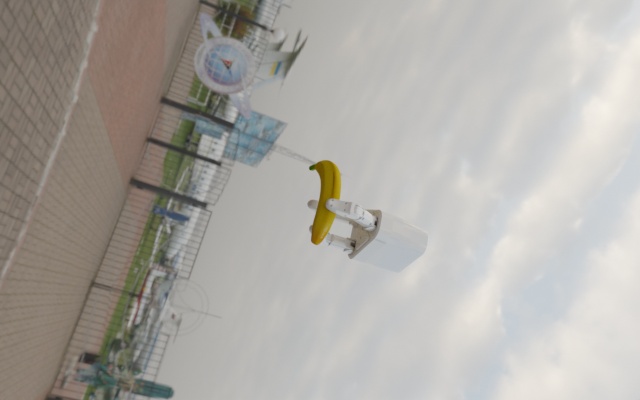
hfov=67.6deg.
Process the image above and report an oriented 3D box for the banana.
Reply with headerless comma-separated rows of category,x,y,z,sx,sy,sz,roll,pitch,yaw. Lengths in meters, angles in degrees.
banana,0.010,-0.011,0.845,0.037,0.197,0.070,22,-50,-21
